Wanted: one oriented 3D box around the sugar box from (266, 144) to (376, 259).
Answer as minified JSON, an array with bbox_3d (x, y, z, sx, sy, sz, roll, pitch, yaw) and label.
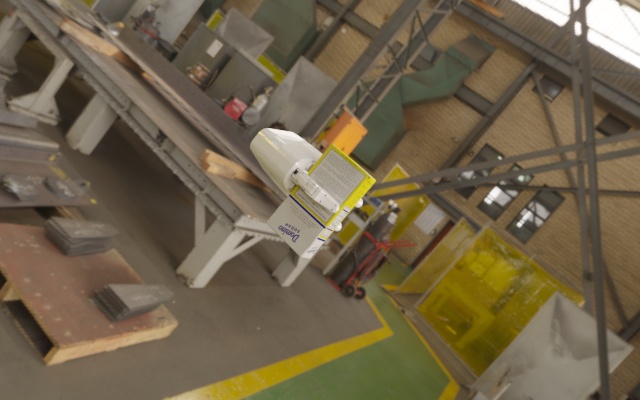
[{"bbox_3d":[0.000,0.003,0.803,0.093,0.176,0.048,43,8,24],"label":"sugar box"}]
